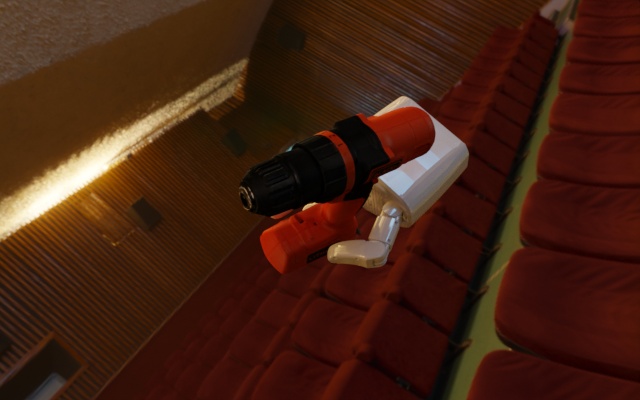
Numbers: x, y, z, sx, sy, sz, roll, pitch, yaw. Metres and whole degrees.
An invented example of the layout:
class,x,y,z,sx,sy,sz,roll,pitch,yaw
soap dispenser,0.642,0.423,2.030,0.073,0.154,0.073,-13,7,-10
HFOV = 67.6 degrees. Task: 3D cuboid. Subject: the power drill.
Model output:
class,x,y,z,sx,sy,sz,roll,pitch,yaw
power drill,0.000,0.002,0.436,0.184,0.057,0.188,-22,-19,-29
